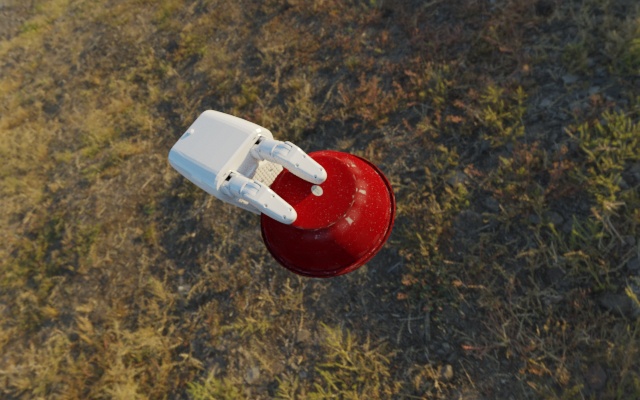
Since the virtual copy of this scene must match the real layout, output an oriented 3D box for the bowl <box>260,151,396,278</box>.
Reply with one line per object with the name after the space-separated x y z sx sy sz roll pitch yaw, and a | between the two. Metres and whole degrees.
0.001 0.002 0.533 0.162 0.162 0.055 0 -26 15 | bowl
